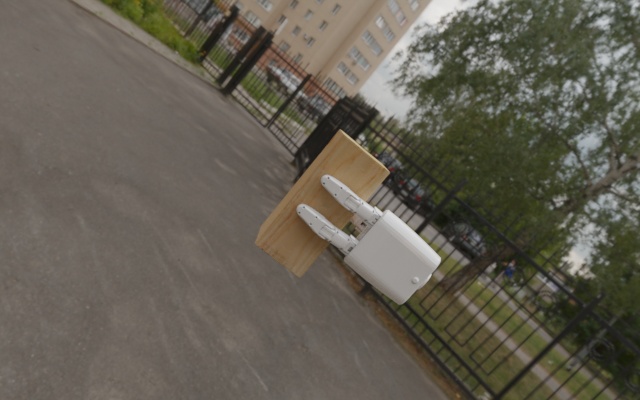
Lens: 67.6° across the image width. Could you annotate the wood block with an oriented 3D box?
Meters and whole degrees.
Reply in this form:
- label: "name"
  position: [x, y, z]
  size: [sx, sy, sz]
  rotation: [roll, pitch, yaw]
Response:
- label: "wood block"
  position: [0.001, 0.002, 0.730]
  size: [0.090, 0.206, 0.090]
  rotation: [38, 10, -9]
